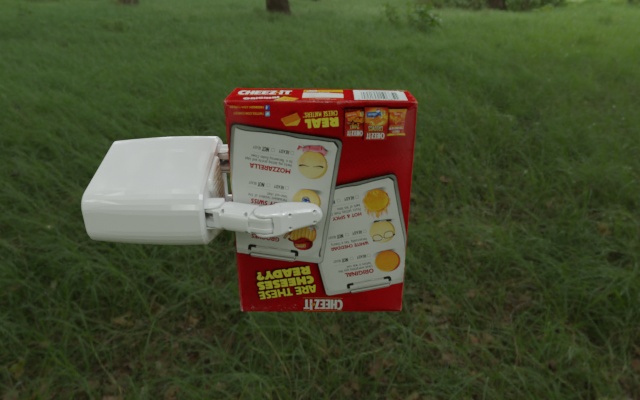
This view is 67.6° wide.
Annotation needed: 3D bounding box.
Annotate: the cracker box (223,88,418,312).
[{"bbox_3d":[0.000,0.001,0.464,0.164,0.214,0.072,0,24,1],"label":"cracker box"}]
